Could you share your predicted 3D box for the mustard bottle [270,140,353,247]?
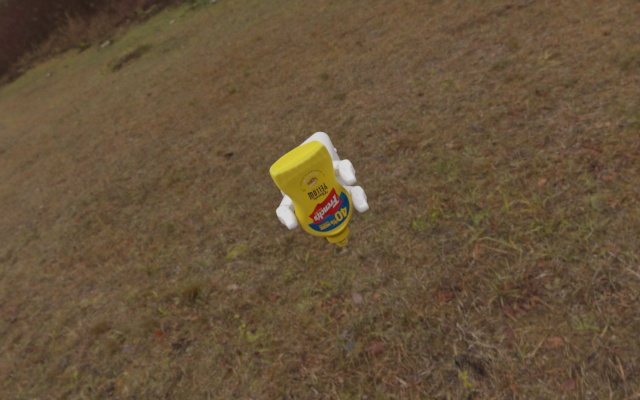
[{"bbox_3d":[0.000,0.003,0.789,0.096,0.192,0.058,-34,31,-9],"label":"mustard bottle"}]
